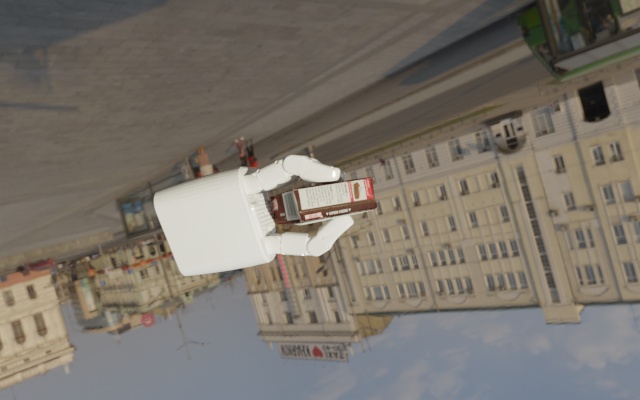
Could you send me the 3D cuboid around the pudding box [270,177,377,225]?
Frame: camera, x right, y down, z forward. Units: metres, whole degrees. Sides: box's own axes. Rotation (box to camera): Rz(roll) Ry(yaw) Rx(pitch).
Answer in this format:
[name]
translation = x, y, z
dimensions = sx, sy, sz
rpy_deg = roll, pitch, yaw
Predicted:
[pudding box]
translation = 0.000, 0.002, 0.537
dimensions = 0.090, 0.039, 0.113
rpy_deg = -10, 2, -18
